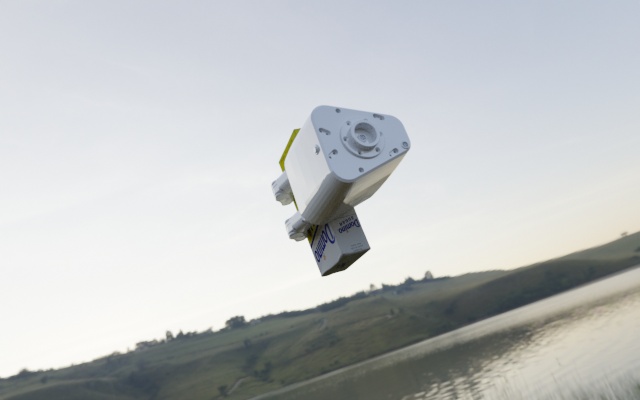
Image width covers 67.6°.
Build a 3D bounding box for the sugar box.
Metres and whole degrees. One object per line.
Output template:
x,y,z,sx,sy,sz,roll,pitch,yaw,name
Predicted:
0.000,0.002,0.620,0.048,0.176,0.093,-11,-20,-22,sugar box
